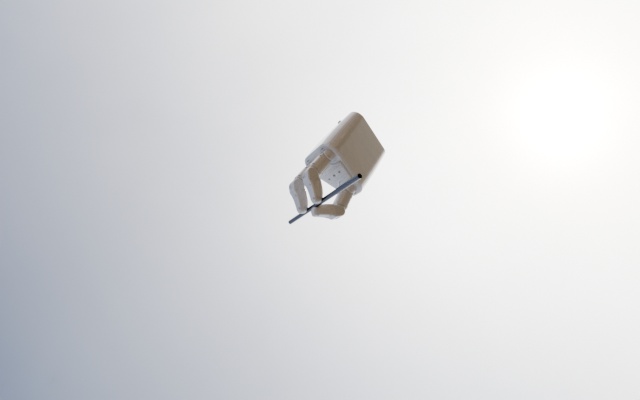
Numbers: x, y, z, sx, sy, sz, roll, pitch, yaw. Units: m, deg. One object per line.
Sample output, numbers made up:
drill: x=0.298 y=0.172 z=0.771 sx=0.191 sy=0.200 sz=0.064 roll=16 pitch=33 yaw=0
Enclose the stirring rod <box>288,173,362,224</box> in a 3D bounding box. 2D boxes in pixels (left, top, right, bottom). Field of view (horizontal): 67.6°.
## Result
stirring rod: x=0.000 y=0.003 z=0.779 sx=0.011 sy=0.011 sz=0.239 roll=0 pitch=-18 yaw=-29
